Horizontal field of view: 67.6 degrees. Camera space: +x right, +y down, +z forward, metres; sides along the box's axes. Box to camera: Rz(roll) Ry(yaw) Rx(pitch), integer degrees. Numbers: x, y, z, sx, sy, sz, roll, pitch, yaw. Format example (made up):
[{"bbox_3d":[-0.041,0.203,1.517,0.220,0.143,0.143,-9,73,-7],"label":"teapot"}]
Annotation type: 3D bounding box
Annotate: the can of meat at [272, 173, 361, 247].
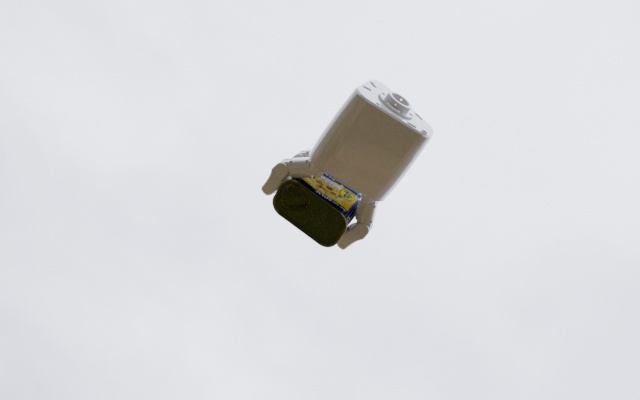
[{"bbox_3d":[0.000,0.002,0.641,0.102,0.057,0.084,36,31,6],"label":"can of meat"}]
